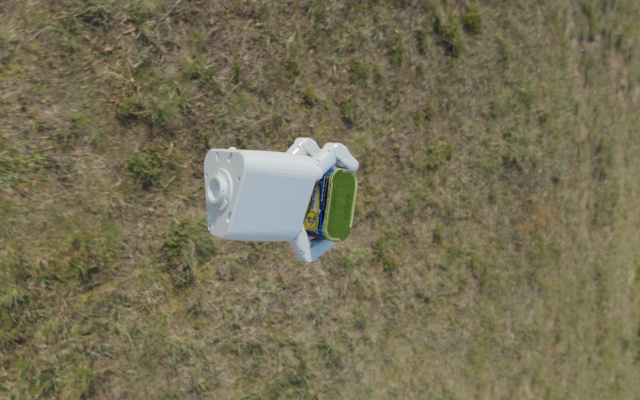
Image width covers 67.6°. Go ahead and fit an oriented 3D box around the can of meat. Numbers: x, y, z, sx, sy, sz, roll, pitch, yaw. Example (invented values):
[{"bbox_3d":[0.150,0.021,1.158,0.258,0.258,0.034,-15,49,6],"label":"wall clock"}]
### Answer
[{"bbox_3d":[0.000,0.002,0.651,0.057,0.102,0.084,5,3,-43],"label":"can of meat"}]
